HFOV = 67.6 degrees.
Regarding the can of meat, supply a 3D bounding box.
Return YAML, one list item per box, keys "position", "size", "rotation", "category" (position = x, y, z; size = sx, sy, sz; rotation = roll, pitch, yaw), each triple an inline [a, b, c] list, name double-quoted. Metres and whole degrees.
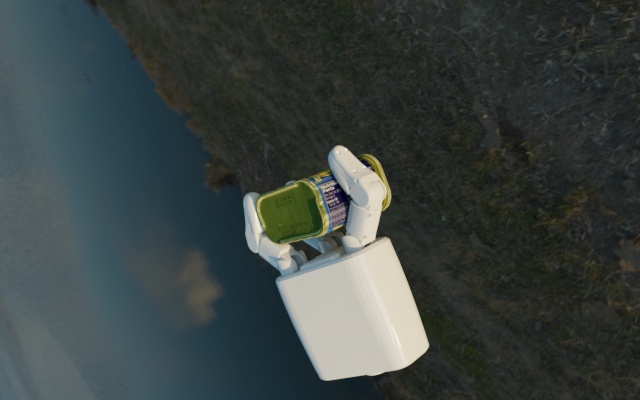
- position: [0.000, 0.001, 0.452]
  size: [0.084, 0.057, 0.102]
  rotation: [-22, 2, -39]
  category: "can of meat"
